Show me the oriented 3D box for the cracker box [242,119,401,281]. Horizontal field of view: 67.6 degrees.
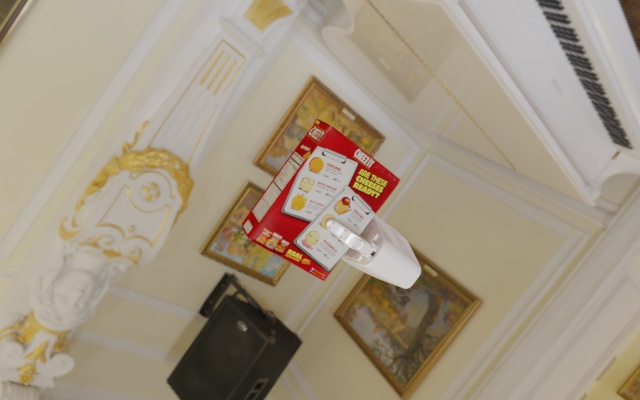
[{"bbox_3d":[0.000,0.003,0.776,0.164,0.214,0.072,33,5,-31],"label":"cracker box"}]
